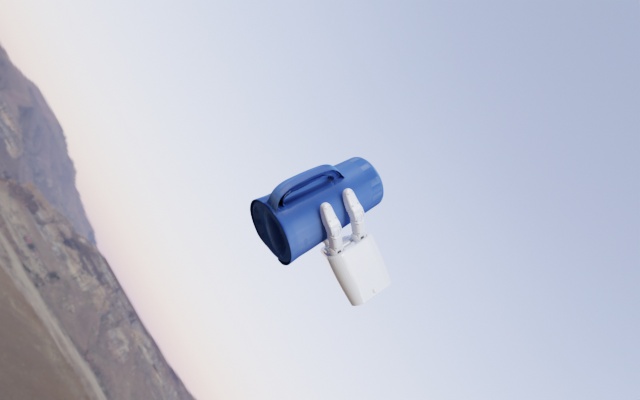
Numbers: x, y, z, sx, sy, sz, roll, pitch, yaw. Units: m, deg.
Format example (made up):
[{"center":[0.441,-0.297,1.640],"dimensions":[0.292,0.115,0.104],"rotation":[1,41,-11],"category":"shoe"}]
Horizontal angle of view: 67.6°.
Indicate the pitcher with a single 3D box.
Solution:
[{"center":[0.000,0.003,0.896],"dimensions":[0.243,0.145,0.149],"rotation":[-29,10,-26],"category":"pitcher"}]
